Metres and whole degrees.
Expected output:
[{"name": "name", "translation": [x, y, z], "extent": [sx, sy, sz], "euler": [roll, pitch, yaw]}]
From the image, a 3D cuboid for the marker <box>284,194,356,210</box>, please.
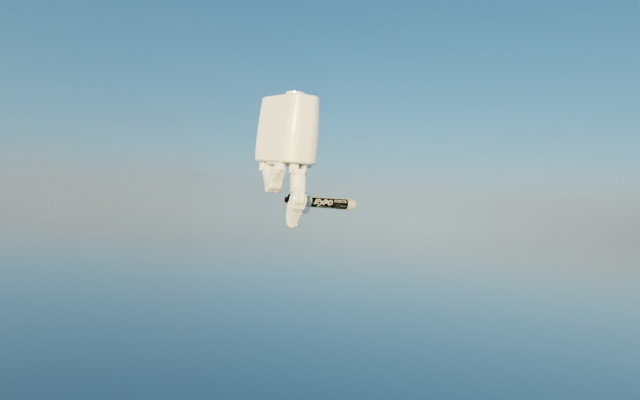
[{"name": "marker", "translation": [0.000, 0.003, 0.766], "extent": [0.121, 0.020, 0.020], "euler": [4, -2, -24]}]
